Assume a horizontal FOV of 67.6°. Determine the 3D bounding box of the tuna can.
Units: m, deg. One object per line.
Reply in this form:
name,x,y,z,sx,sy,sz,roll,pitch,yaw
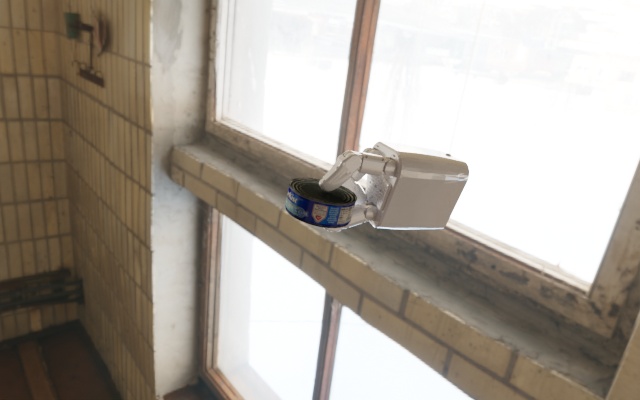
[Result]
tuna can,0.000,0.002,0.591,0.086,0.034,0.086,12,19,-4
